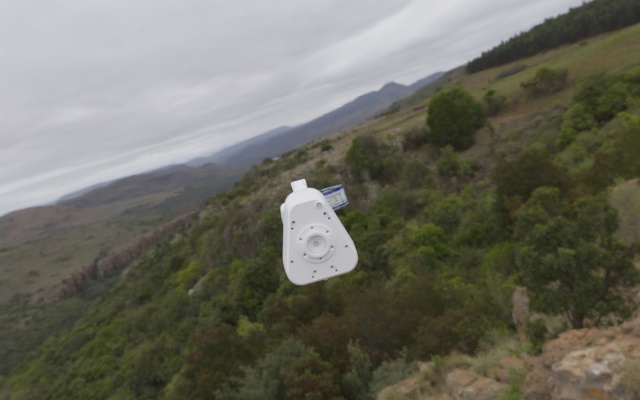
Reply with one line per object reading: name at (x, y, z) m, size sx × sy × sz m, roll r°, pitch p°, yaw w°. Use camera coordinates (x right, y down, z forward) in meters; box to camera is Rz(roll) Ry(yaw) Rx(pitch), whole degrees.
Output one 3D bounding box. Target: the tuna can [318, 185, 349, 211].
tuna can at (0.000, 0.002, 0.774) m, size 0.086 × 0.034 × 0.086 m, roll -18°, pitch 4°, yaw 1°
